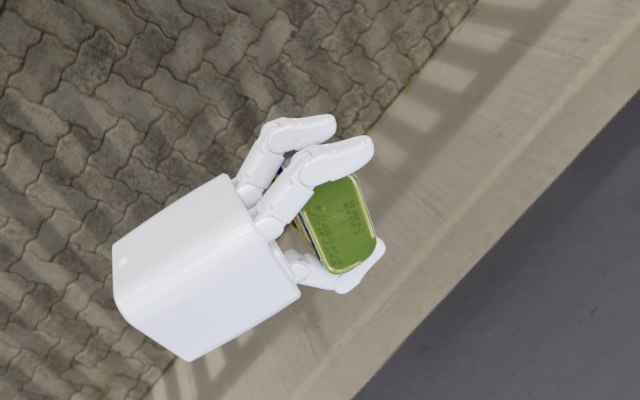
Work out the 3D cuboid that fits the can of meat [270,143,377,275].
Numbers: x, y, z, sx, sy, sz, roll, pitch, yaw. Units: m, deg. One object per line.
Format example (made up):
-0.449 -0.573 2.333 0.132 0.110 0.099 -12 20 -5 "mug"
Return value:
0.000 0.002 0.406 0.057 0.102 0.084 -28 35 -8 "can of meat"
